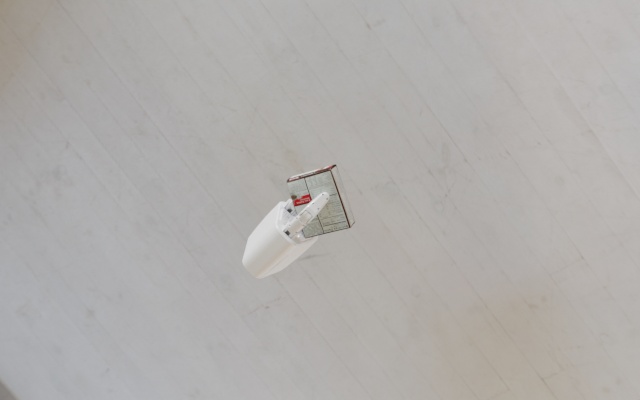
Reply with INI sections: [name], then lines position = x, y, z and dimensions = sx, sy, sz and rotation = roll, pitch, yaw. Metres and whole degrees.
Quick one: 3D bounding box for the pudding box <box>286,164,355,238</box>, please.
[pudding box]
position = 0.000, 0.003, 0.836
dimensions = 0.090, 0.113, 0.039
rotation = -15, 14, 20
